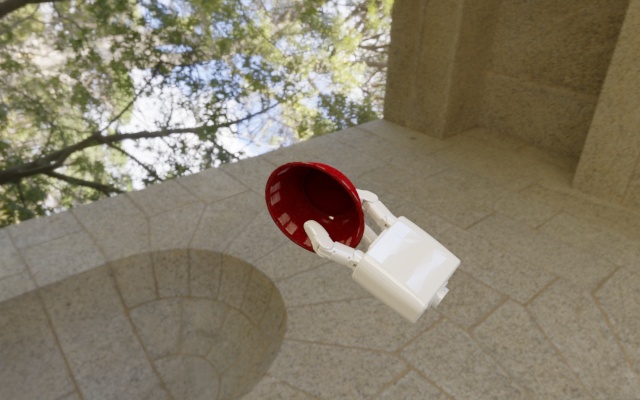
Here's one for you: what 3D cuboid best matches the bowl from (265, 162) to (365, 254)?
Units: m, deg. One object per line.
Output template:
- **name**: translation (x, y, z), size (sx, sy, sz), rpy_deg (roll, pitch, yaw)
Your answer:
- **bowl**: translation (-0.001, 0.001, 0.704), size (0.162, 0.162, 0.055), rpy_deg (0, 33, 32)
